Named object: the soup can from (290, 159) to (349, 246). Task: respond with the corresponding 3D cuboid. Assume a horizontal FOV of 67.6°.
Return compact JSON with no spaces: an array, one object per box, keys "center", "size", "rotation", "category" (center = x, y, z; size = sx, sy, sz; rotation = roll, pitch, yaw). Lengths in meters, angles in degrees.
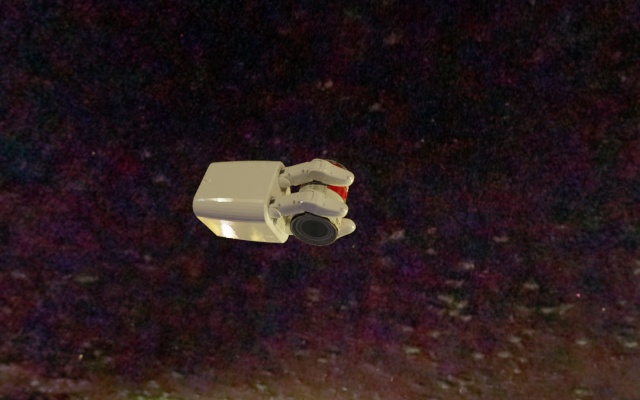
[{"center":[0.001,0.002,0.657],"size":[0.068,0.102,0.069],"rotation":[8,-40,7],"category":"soup can"}]
